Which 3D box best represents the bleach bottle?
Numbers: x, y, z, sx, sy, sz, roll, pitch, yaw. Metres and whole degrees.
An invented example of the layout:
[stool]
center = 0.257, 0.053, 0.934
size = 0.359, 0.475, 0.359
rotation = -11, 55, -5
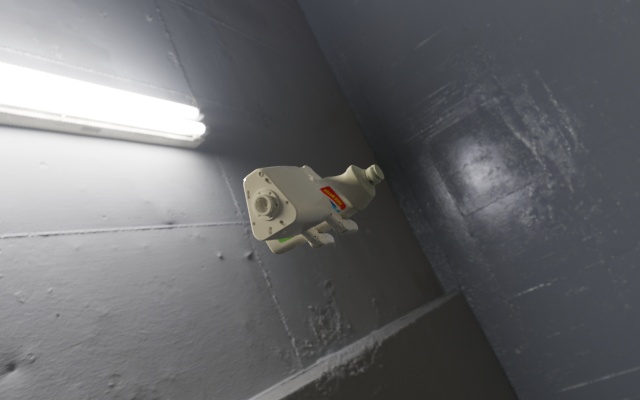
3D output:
[bleach bottle]
center = 0.000, 0.003, 0.864
size = 0.251, 0.102, 0.068
rotation = -32, -10, 27
